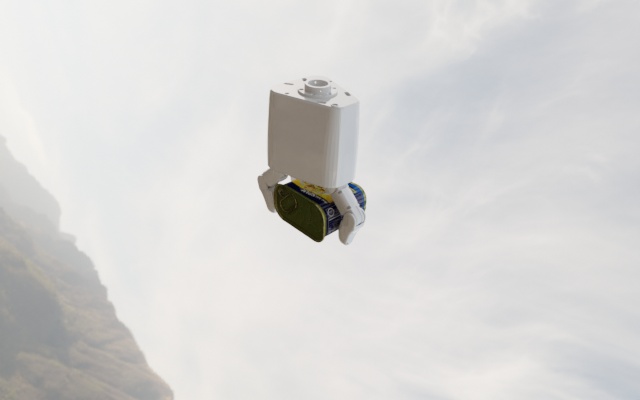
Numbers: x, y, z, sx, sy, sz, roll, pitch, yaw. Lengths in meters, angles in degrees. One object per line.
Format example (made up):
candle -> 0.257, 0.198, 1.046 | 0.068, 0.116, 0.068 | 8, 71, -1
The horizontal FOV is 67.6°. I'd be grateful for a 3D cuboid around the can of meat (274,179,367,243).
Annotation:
can of meat -> 0.000, 0.002, 0.656 | 0.084, 0.057, 0.102 | -25, 40, -36
